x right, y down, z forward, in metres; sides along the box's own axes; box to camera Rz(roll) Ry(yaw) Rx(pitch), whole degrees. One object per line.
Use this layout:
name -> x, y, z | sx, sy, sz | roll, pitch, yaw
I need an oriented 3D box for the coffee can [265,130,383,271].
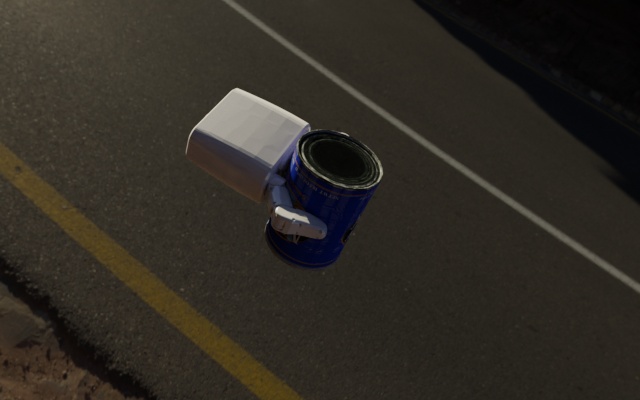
coffee can -> 0.000, 0.002, 0.573 | 0.103, 0.140, 0.102 | 14, 40, -12
